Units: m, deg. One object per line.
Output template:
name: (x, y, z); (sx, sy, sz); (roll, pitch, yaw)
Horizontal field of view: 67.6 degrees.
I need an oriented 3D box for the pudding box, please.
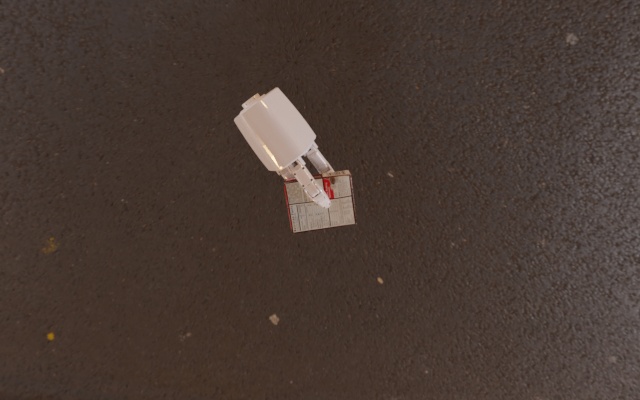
pudding box: (0.000, 0.003, 0.800); (0.113, 0.090, 0.039); (-8, 13, 1)
